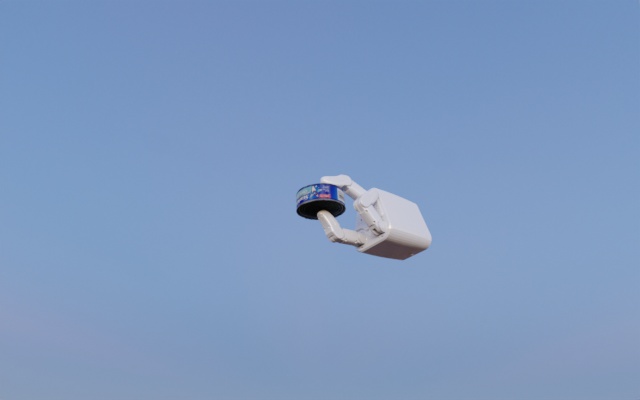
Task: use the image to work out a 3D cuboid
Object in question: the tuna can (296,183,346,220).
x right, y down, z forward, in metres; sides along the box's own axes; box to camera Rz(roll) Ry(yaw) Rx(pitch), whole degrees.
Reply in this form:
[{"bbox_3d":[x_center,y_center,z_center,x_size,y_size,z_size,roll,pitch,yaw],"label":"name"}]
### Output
[{"bbox_3d":[0.000,0.002,0.830,0.086,0.033,0.086,-2,-25,-1],"label":"tuna can"}]
